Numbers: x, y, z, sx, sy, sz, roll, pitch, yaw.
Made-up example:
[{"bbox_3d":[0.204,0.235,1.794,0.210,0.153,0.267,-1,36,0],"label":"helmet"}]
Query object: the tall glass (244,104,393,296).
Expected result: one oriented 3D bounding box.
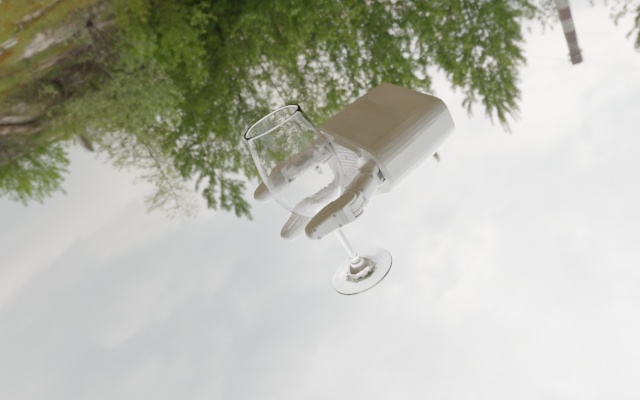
[{"bbox_3d":[0.000,0.002,0.495,0.079,0.201,0.079,-25,25,13],"label":"tall glass"}]
